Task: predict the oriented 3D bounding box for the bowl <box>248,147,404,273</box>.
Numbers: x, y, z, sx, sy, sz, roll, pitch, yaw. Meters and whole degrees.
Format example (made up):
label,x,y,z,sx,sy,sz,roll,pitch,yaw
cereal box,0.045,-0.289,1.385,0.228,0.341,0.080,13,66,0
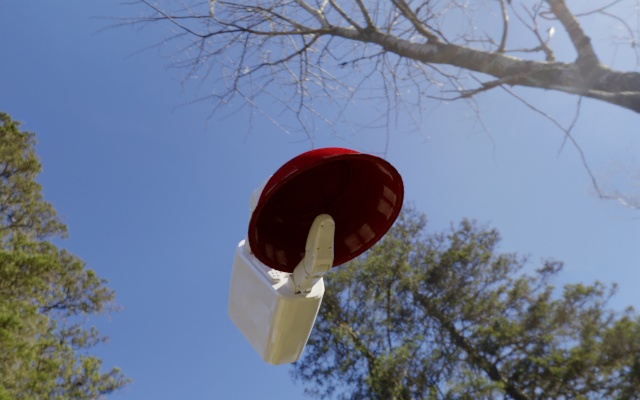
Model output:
label,x,y,z,sx,sy,sz,roll,pitch,yaw
bowl,0.001,0.000,0.480,0.162,0.162,0.055,0,43,-27
